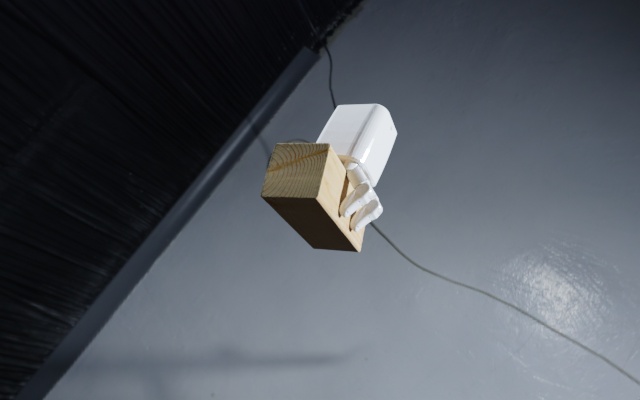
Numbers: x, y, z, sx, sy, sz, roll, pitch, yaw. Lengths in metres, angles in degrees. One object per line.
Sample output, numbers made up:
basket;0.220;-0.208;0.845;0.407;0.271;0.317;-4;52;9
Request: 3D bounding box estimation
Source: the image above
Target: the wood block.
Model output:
wood block;0.000;0.002;0.750;0.091;0.090;0.206;3;-25;24
